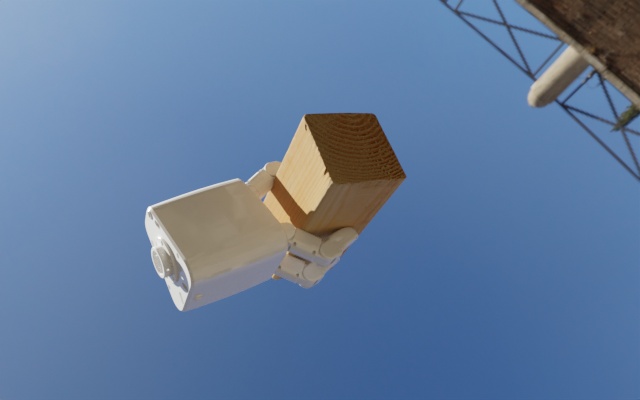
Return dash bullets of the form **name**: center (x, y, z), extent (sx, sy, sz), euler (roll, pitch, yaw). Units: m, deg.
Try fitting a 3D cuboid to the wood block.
- **wood block**: center (0.000, 0.002, 0.556), extent (0.090, 0.090, 0.206), euler (-6, -30, -28)
